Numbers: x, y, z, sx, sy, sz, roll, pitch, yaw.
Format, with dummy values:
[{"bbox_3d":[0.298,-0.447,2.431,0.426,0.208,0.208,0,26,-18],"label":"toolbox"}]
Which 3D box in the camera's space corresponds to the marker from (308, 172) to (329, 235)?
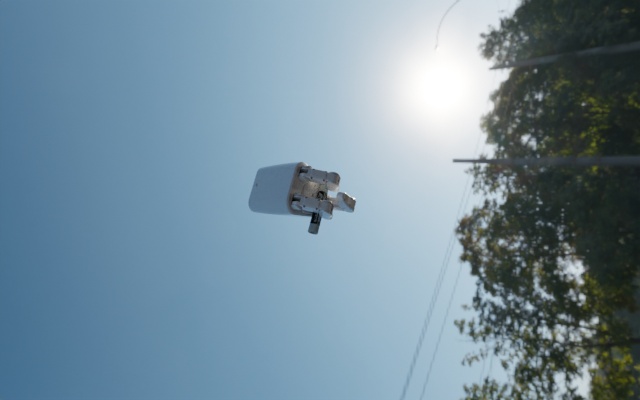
[{"bbox_3d":[0.000,0.003,0.873,0.020,0.121,0.020,13,-19,4],"label":"marker"}]
